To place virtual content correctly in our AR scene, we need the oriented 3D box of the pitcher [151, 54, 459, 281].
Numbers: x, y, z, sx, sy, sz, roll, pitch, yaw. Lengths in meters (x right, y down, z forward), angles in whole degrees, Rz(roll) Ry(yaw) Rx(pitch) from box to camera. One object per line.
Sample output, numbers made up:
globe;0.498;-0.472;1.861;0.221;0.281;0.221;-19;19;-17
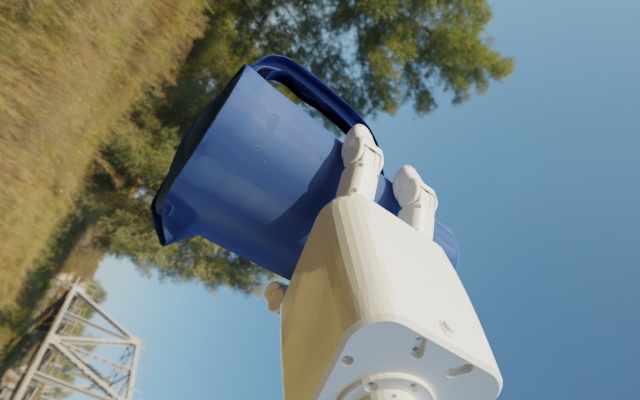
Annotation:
pitcher;0.000;0.001;0.403;0.243;0.149;0.145;33;19;-20
